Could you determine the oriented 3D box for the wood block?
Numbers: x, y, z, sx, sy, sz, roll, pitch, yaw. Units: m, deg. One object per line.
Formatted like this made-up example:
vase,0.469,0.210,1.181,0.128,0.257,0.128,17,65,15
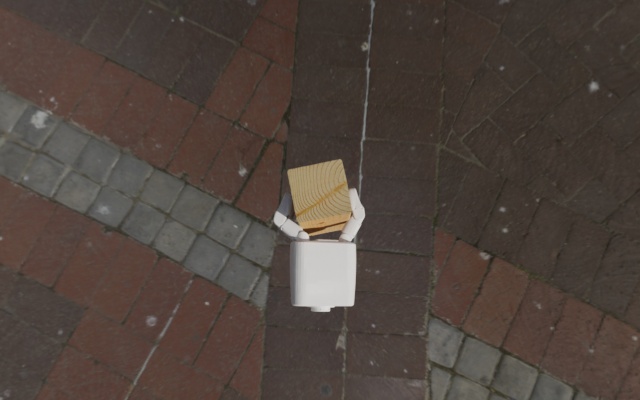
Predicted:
wood block,0.001,0.003,0.849,0.091,0.090,0.206,-11,-10,-1
